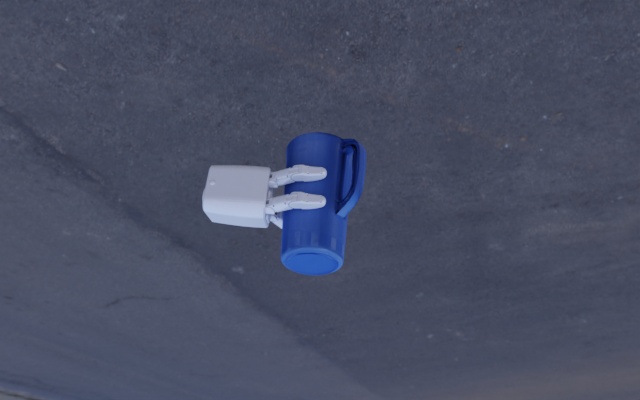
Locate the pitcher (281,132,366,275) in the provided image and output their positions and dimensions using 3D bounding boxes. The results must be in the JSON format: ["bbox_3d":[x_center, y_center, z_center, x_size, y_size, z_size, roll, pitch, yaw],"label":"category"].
[{"bbox_3d":[0.000,0.003,0.864,0.145,0.242,0.149,5,-32,-3],"label":"pitcher"}]
